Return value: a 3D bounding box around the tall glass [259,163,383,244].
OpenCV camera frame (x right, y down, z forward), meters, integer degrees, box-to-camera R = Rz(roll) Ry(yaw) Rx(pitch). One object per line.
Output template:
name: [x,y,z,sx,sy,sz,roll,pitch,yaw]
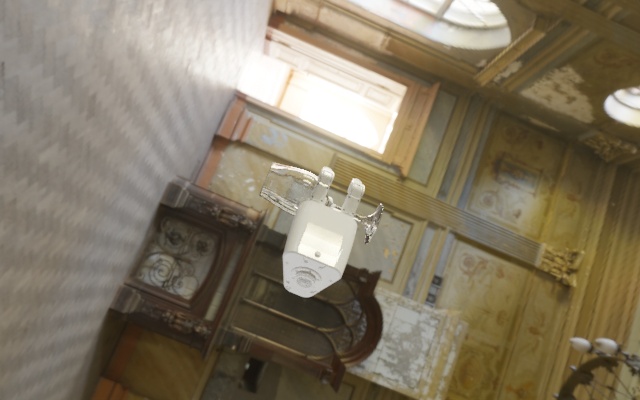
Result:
tall glass: [0.001,0.003,0.812,0.201,0.079,0.079,23,-2,-4]
